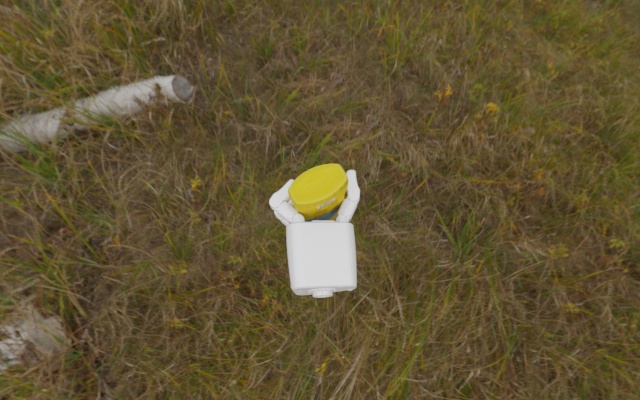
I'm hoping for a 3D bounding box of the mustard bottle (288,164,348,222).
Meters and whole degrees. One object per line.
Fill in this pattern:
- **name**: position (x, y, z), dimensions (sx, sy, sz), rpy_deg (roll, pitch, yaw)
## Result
- **mustard bottle**: position (0.000, 0.002, 0.833), dimensions (0.096, 0.058, 0.192), rpy_deg (-28, -17, -6)
